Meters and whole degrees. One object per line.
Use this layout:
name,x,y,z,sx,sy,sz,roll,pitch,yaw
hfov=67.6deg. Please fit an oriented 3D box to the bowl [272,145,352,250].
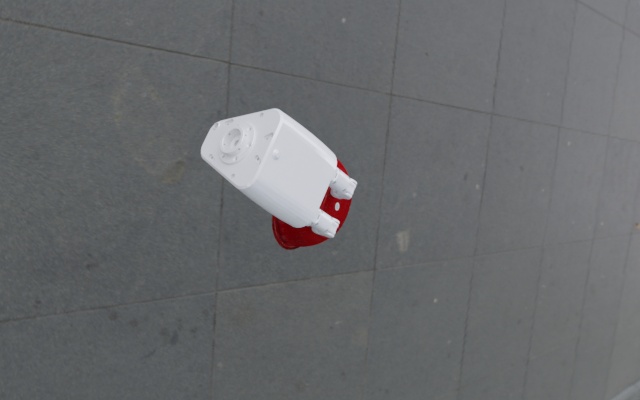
bowl,0.001,0.002,0.681,0.055,0.162,0.162,19,9,26
